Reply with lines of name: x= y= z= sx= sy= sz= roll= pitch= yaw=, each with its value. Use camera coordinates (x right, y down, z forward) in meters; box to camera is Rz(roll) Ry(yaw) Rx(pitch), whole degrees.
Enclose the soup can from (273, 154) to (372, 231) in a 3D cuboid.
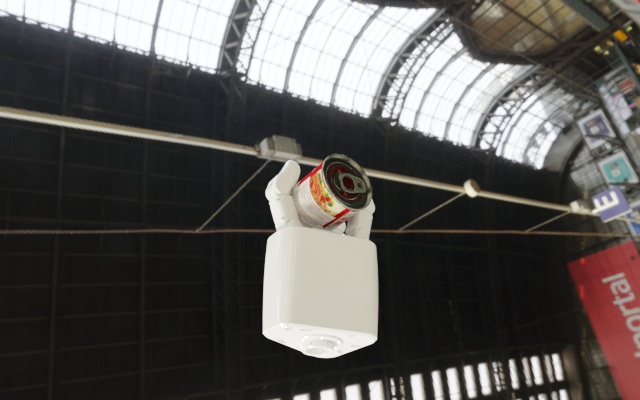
soup can: x=0.000 y=0.001 z=0.542 sx=0.068 sy=0.068 sz=0.102 roll=0 pitch=-26 yaw=-41
